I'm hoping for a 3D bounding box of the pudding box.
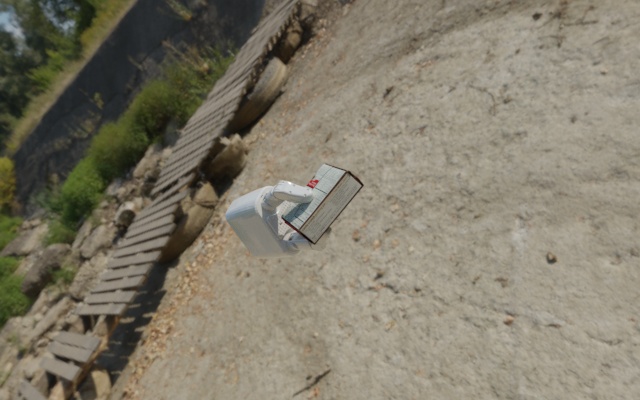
[{"bbox_3d":[0.000,0.002,0.697,0.039,0.113,0.090,40,-4,-24],"label":"pudding box"}]
